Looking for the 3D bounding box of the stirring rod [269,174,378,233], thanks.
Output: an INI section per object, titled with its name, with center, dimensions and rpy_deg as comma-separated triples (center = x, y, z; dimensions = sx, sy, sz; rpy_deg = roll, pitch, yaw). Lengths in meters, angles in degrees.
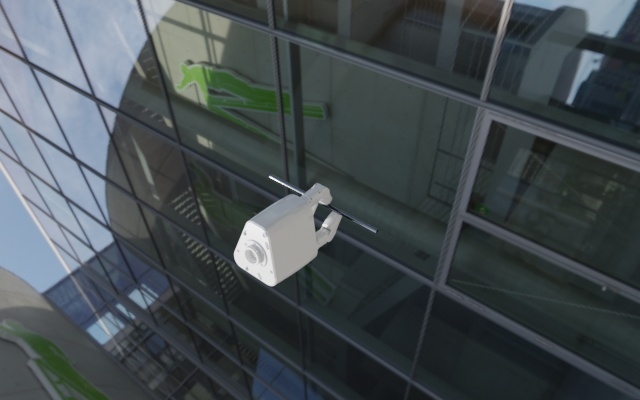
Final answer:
[stirring rod]
center = 0.000, 0.003, 0.863
dimensions = 0.239, 0.011, 0.011
rpy_deg = 27, 13, 26
